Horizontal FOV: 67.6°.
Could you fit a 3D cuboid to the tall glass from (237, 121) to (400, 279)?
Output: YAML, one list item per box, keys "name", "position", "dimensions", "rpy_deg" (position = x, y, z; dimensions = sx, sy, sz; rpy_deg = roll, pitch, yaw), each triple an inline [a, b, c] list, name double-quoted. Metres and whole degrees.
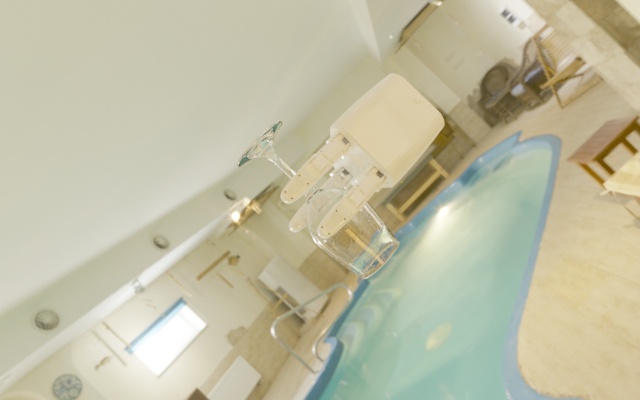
- name: "tall glass"
  position: [-0.001, 0.001, 0.563]
  dimensions: [0.201, 0.079, 0.079]
  rpy_deg: [44, 0, 0]
